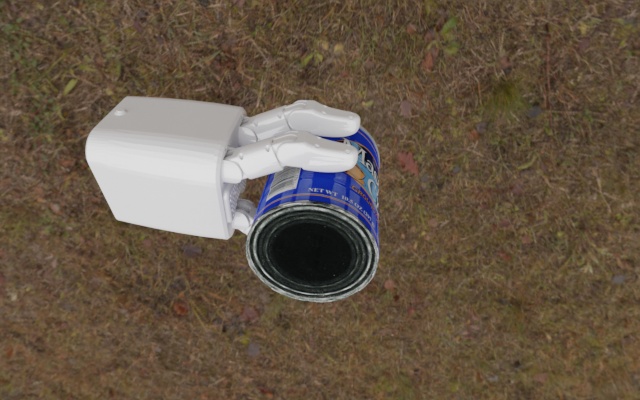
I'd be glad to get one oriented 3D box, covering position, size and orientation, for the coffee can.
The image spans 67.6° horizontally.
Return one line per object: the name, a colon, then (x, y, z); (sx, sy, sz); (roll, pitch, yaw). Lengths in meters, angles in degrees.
coffee can: (0.000, 0.001, 0.417); (0.103, 0.103, 0.140); (0, 36, 7)
